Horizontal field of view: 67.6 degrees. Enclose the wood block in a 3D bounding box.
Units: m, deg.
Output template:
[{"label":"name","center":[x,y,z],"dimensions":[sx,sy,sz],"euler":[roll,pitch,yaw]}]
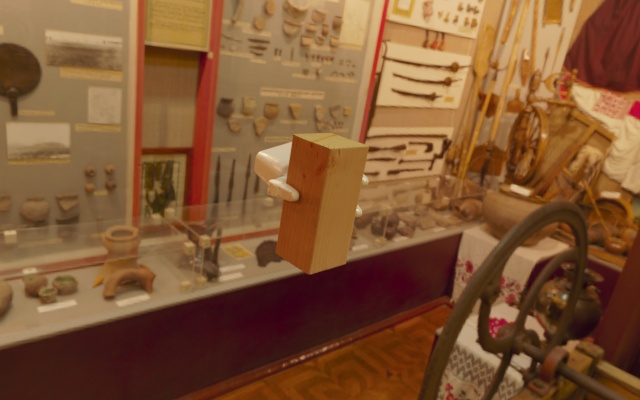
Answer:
[{"label":"wood block","center":[0.000,0.002,0.776],"dimensions":[0.091,0.206,0.090],"euler":[-9,26,-43]}]
